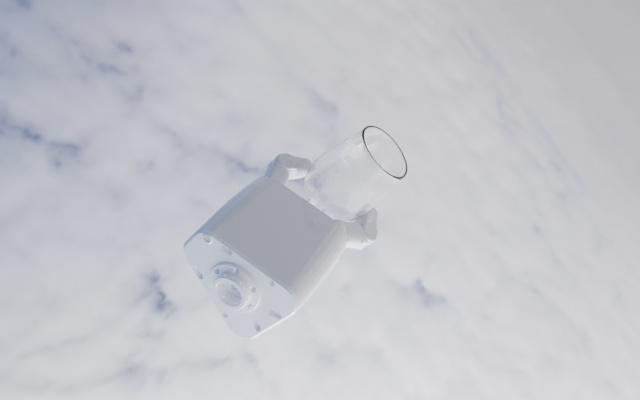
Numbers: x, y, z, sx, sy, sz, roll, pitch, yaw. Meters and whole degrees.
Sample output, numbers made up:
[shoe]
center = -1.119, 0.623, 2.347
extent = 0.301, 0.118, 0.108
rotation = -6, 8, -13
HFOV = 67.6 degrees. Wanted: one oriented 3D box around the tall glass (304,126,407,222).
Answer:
[tall glass]
center = 0.000, 0.002, 0.522
extent = 0.079, 0.079, 0.201
rotation = 0, -30, -48
